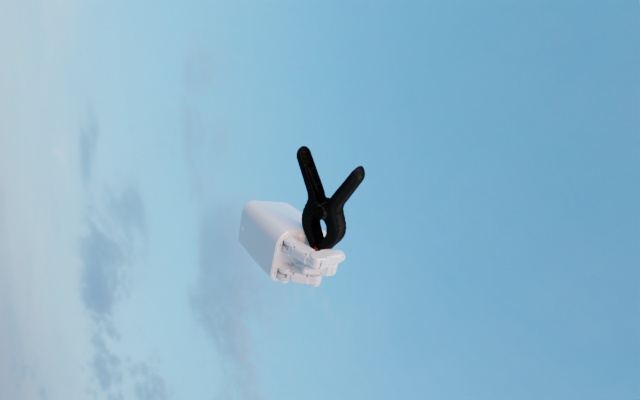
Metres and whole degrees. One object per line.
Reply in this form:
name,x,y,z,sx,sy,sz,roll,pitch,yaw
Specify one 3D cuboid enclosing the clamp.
clamp,0.001,0.002,0.724,0.039,0.171,0.120,-14,39,-43
